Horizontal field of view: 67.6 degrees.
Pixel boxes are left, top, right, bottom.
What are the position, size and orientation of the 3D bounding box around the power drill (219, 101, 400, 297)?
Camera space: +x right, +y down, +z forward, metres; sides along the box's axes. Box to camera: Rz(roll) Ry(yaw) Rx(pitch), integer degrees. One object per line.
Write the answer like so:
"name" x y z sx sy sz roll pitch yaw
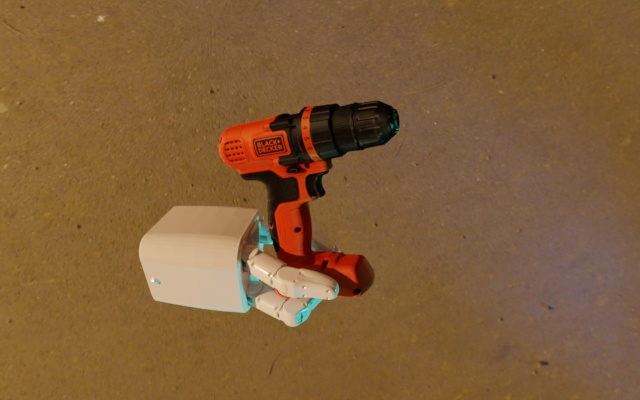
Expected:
"power drill" 0.000 0.002 0.473 0.184 0.188 0.057 -5 15 27
